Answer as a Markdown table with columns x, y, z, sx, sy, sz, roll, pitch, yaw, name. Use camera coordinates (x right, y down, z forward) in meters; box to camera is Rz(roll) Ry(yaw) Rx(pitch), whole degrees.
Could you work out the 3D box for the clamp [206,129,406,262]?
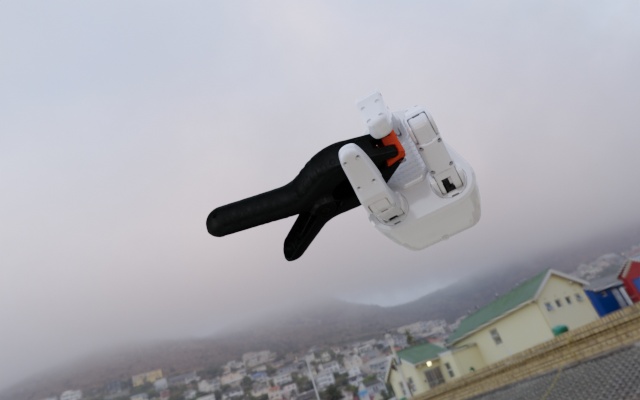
| x | y | z | sx | sy | sz | roll | pitch | yaw | name |
| --- | --- | --- | --- | --- | --- | --- | --- | --- | --- |
| 0.000 | 0.001 | 0.419 | 0.171 | 0.039 | 0.120 | -27 | -26 | 14 | clamp |
